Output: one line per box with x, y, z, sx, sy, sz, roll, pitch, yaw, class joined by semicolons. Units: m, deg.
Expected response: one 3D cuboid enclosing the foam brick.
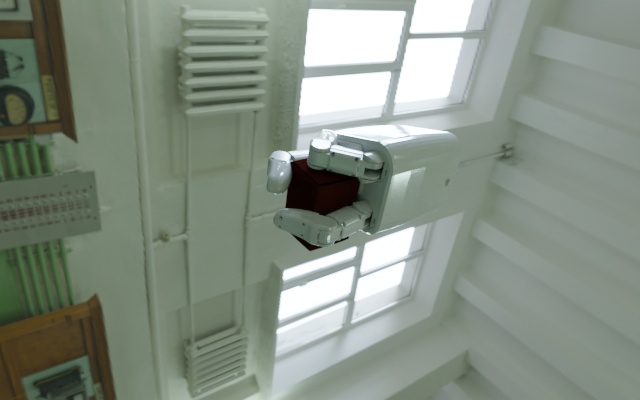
0.000;0.002;0.480;0.051;0.078;0.053;-14;39;-33;foam brick
